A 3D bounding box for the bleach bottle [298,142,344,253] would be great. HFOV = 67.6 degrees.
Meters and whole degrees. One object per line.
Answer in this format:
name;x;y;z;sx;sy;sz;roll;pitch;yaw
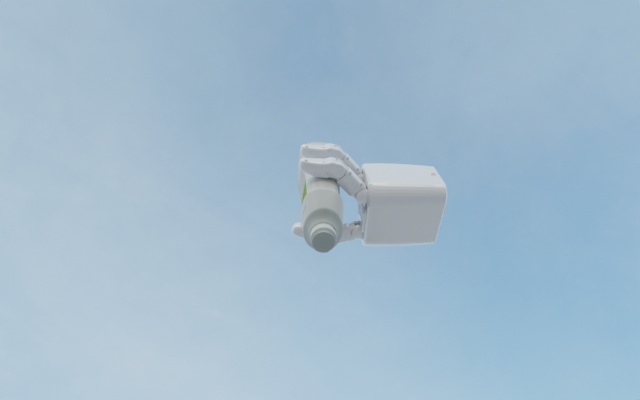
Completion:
bleach bottle;0.000;0.002;0.672;0.068;0.103;0.250;1;26;-2
